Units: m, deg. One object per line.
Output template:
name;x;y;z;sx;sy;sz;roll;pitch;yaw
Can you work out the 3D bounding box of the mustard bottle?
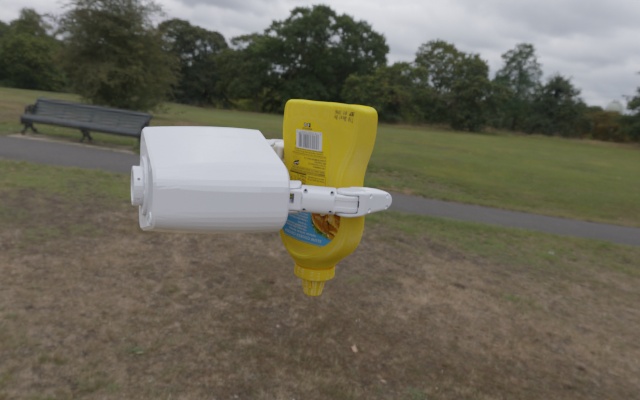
mustard bottle;0.000;0.001;0.467;0.096;0.192;0.058;15;15;39
